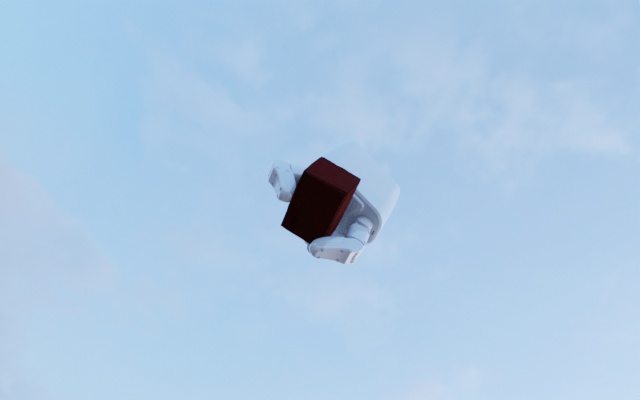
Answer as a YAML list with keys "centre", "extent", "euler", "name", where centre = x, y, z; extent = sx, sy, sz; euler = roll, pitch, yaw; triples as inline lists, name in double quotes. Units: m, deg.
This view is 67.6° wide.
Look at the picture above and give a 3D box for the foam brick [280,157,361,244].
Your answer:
- centre: [0.000, 0.002, 0.518]
  extent: [0.053, 0.078, 0.051]
  euler: [31, 31, 9]
  name: "foam brick"
